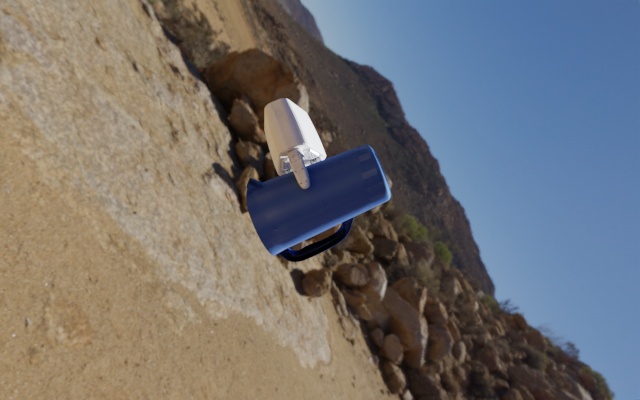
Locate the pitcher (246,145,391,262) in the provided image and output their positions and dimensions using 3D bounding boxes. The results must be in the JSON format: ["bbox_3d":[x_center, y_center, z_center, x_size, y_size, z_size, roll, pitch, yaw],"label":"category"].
[{"bbox_3d":[0.000,0.003,0.859,0.243,0.145,0.149,-22,-21,4],"label":"pitcher"}]
